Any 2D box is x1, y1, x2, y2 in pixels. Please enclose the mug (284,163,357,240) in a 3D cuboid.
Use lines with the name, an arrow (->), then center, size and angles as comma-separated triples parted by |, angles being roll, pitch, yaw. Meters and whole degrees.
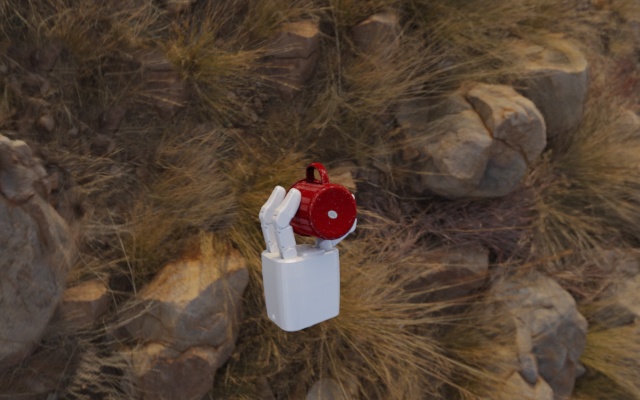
mug -> 0.000, 0.001, 0.710 | 0.093, 0.117, 0.081 | -8, 8, -27
